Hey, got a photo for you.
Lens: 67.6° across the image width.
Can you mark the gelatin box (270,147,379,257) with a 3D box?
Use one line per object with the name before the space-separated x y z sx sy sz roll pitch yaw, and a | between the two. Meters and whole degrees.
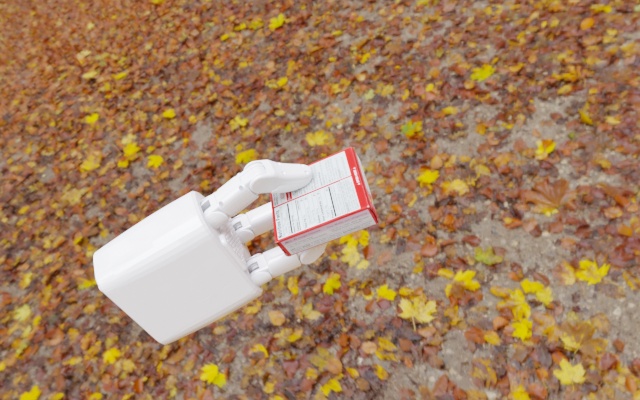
gelatin box | 0.000 0.001 0.427 0.089 0.073 0.030 -22 -41 12
